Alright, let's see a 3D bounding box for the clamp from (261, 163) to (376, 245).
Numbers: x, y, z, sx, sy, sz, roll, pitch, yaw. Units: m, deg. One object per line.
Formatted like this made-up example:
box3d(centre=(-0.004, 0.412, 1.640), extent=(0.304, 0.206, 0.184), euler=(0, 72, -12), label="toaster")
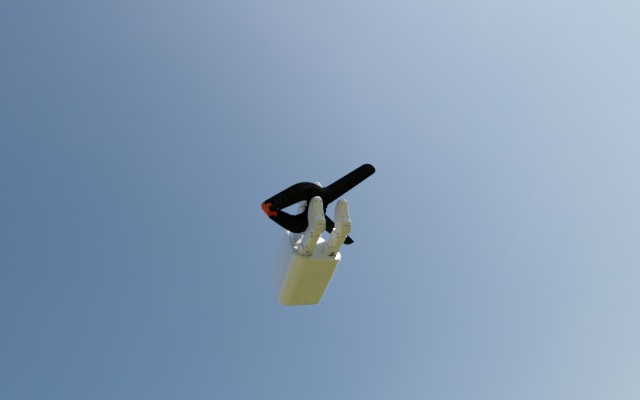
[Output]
box3d(centre=(-0.001, 0.003, 0.831), extent=(0.210, 0.165, 0.036), euler=(5, 24, -35), label="clamp")
